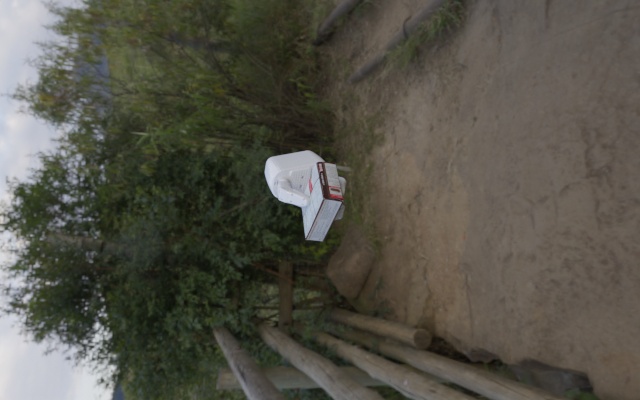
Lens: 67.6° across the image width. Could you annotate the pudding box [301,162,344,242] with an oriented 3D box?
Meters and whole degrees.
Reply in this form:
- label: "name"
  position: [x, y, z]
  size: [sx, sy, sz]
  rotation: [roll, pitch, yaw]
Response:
- label: "pudding box"
  position: [0.000, 0.003, 0.822]
  size: [0.039, 0.090, 0.114]
  rotation: [4, -42, -17]
